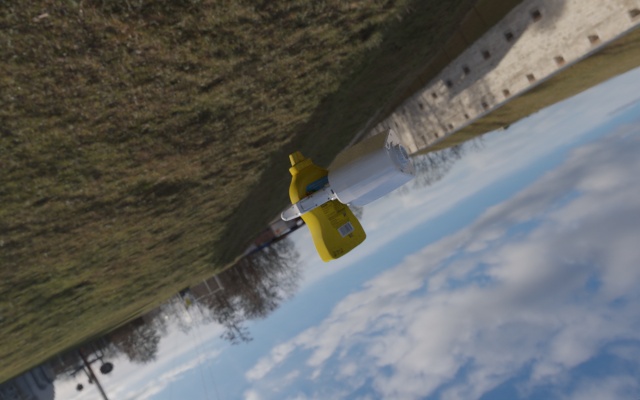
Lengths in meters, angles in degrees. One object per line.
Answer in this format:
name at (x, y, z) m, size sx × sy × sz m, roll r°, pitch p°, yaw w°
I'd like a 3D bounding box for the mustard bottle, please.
mustard bottle at (0.000, 0.003, 0.819) m, size 0.096 × 0.191 × 0.058 m, roll -29°, pitch 1°, yaw -40°
